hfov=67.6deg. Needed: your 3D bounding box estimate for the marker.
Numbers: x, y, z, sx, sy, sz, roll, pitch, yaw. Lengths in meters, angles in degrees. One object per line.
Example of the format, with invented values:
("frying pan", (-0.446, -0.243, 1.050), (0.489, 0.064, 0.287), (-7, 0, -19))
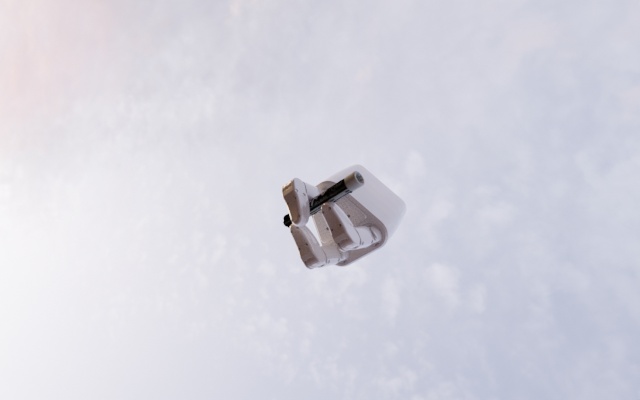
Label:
("marker", (0.000, 0.002, 0.565), (0.121, 0.020, 0.020), (-32, -18, 32))
